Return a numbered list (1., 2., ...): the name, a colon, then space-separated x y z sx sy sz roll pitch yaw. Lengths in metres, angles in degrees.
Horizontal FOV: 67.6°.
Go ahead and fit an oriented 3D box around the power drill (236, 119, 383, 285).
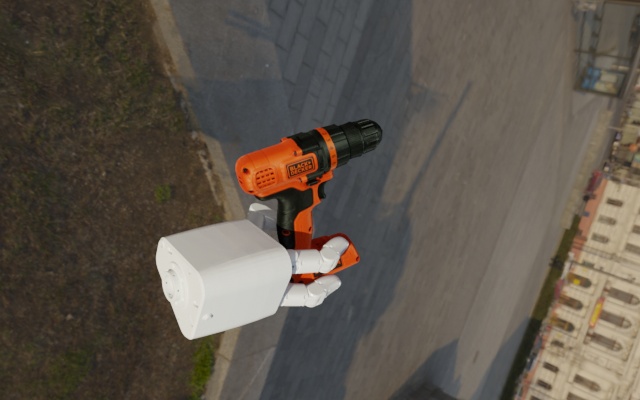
1. power drill: 0.000 0.002 0.592 0.184 0.188 0.057 -19 30 -17
